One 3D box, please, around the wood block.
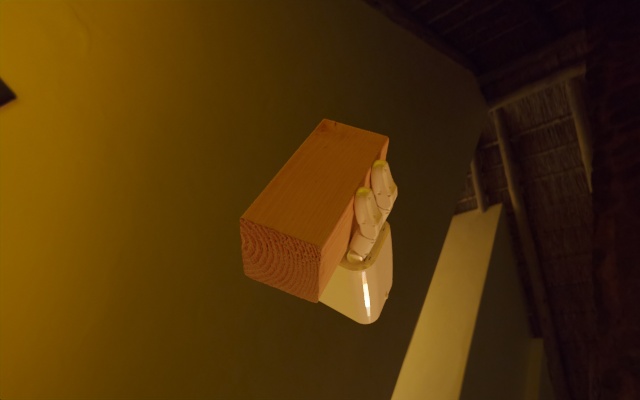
[{"bbox_3d":[0.000,0.002,0.552,0.091,0.090,0.206,18,43,16],"label":"wood block"}]
